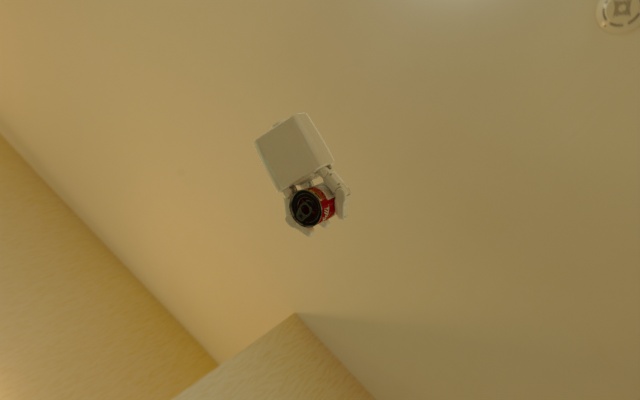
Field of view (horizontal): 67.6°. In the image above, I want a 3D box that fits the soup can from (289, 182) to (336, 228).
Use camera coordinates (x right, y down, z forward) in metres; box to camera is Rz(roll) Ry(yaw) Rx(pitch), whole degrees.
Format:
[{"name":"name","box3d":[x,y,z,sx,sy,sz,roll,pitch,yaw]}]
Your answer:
[{"name":"soup can","box3d":[0.001,0.003,0.862,0.068,0.068,0.102,0,13,33]}]
